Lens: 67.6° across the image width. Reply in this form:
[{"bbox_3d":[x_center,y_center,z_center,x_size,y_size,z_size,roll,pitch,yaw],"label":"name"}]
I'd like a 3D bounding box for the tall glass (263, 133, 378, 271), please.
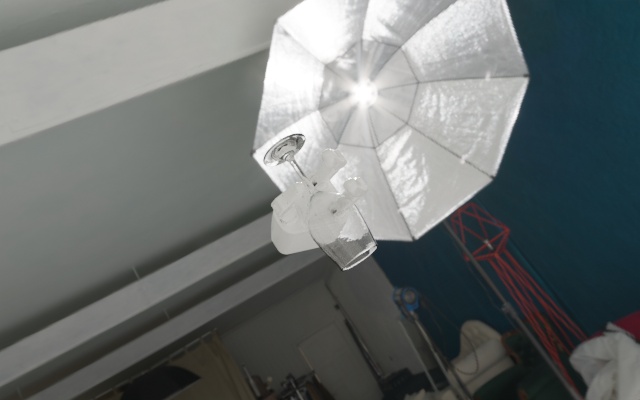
[{"bbox_3d":[0.000,0.002,0.686,0.079,0.201,0.079,-31,-18,-11],"label":"tall glass"}]
